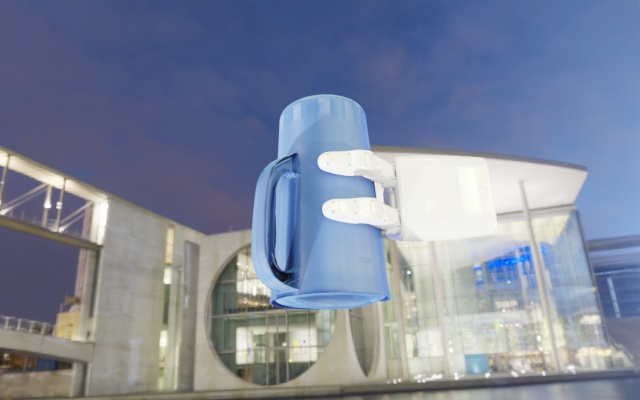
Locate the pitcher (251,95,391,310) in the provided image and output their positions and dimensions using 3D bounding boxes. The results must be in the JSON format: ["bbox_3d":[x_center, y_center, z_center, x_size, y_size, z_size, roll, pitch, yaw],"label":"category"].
[{"bbox_3d":[0.000,0.002,0.555,0.145,0.242,0.149,-2,-19,-2],"label":"pitcher"}]
